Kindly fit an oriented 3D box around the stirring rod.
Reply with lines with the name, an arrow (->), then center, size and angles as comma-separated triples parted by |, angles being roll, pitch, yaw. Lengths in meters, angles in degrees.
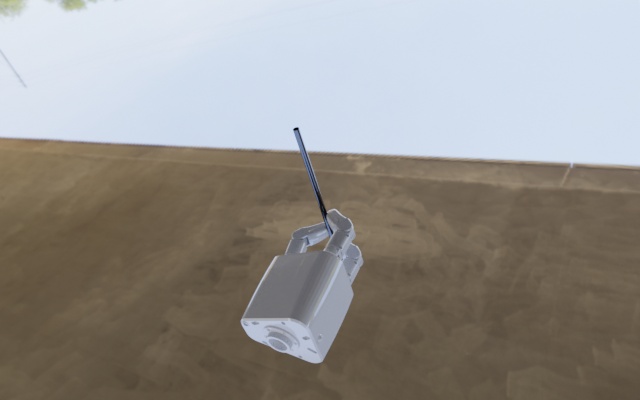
stirring rod -> 0.000, 0.002, 0.658 | 0.011, 0.240, 0.011 | -11, 39, 9
